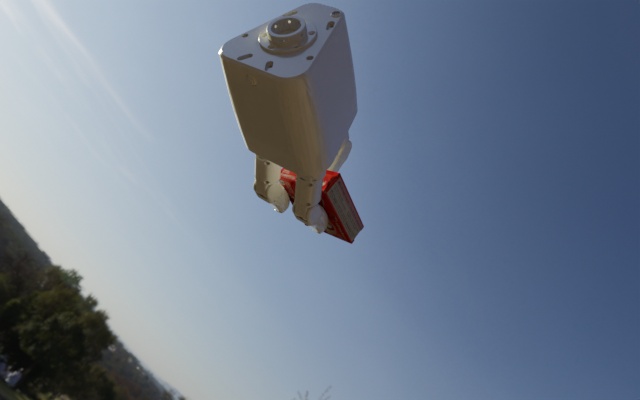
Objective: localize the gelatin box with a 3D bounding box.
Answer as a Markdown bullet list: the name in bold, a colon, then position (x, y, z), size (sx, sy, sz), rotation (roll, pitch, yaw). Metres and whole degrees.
- **gelatin box**: position (0.000, 0.002, 0.524), size (0.073, 0.030, 0.089), rotation (19, -30, 39)
